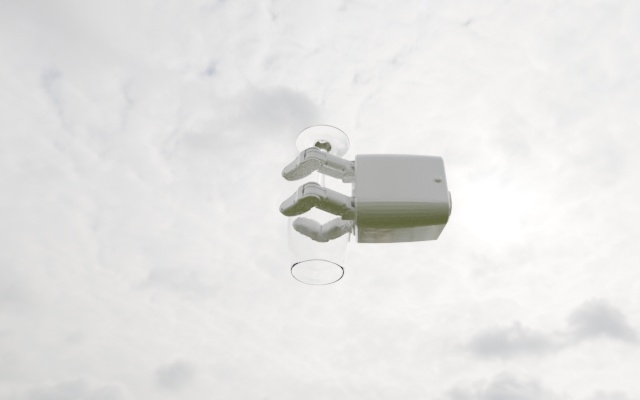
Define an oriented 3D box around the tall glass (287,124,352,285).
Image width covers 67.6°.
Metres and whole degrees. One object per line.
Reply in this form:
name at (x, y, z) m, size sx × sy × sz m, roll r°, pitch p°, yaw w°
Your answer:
tall glass at (0.000, 0.001, 0.598) m, size 0.079 × 0.201 × 0.079 m, roll 2°, pitch -36°, yaw 1°
